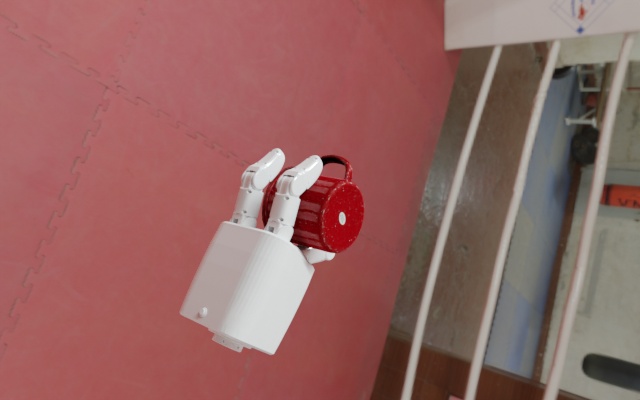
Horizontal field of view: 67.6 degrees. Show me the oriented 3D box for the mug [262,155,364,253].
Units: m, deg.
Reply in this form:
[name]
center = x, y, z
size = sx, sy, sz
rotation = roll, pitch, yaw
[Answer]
[mug]
center = 0.001, 0.001, 0.540
size = 0.081, 0.117, 0.093
rotation = 11, -21, 38
